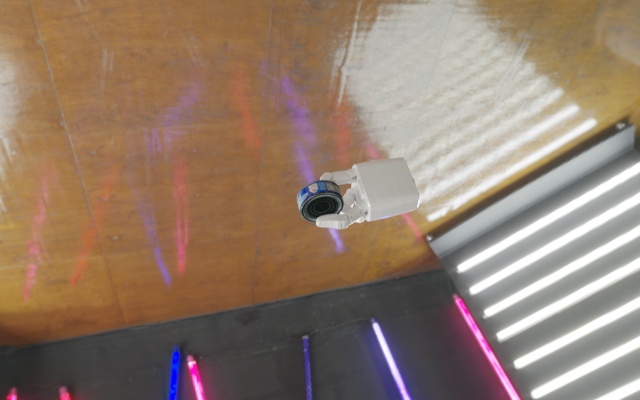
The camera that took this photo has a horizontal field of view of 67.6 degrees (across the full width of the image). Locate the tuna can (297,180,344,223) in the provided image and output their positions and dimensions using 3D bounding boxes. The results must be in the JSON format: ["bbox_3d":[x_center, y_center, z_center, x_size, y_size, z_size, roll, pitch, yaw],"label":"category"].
[{"bbox_3d":[0.000,0.003,0.898,0.086,0.033,0.086,-9,-42,-8],"label":"tuna can"}]
